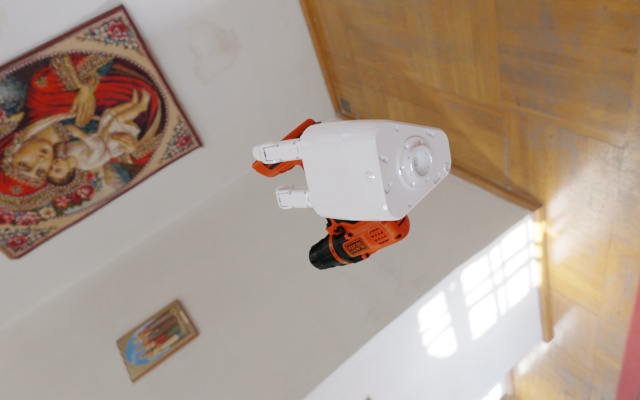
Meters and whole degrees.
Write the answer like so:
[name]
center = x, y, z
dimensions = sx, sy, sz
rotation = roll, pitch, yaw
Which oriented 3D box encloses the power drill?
[power drill]
center = 0.000, 0.002, 0.614
dimensions = 0.184, 0.188, 0.057
rotation = -32, 13, 48
